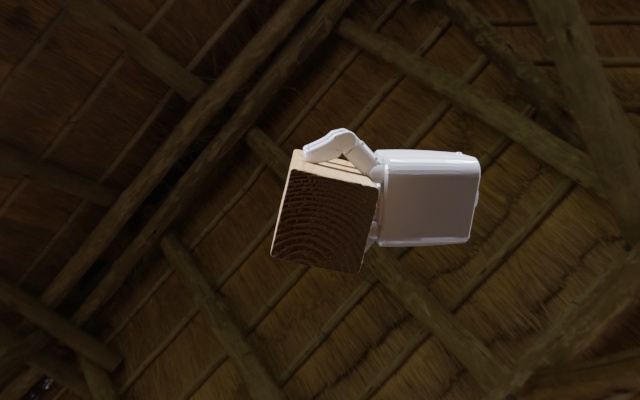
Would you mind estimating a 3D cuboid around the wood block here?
[{"bbox_3d":[0.000,0.002,0.553,0.090,0.091,0.206,13,10,-5],"label":"wood block"}]
